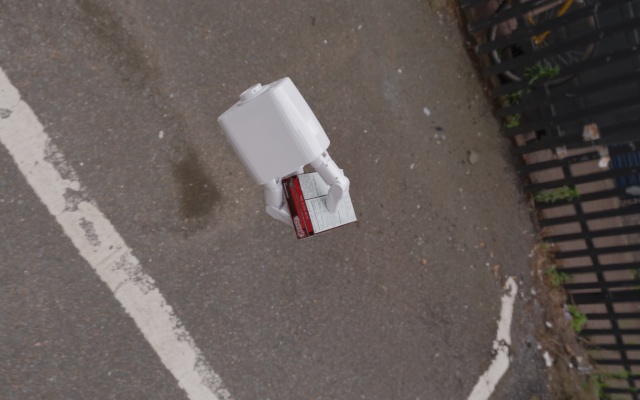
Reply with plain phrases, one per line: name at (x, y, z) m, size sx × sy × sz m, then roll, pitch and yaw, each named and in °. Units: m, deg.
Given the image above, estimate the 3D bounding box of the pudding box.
pudding box at (0.000, 0.002, 0.705) m, size 0.039 × 0.090 × 0.113 m, roll -17°, pitch -3°, yaw 40°
